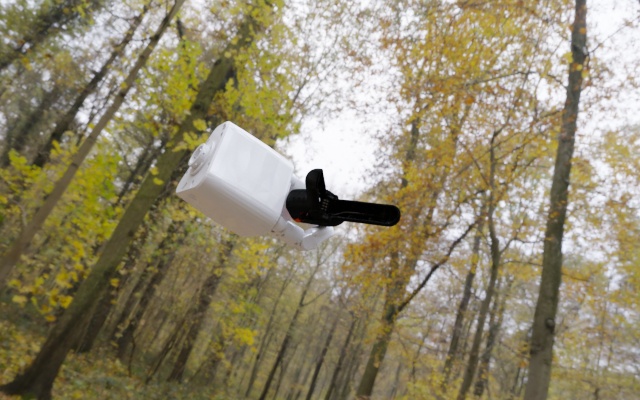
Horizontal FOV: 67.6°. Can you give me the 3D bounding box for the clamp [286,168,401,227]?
[{"bbox_3d":[0.000,0.001,0.574,0.120,0.039,0.171,35,-25,-28],"label":"clamp"}]
